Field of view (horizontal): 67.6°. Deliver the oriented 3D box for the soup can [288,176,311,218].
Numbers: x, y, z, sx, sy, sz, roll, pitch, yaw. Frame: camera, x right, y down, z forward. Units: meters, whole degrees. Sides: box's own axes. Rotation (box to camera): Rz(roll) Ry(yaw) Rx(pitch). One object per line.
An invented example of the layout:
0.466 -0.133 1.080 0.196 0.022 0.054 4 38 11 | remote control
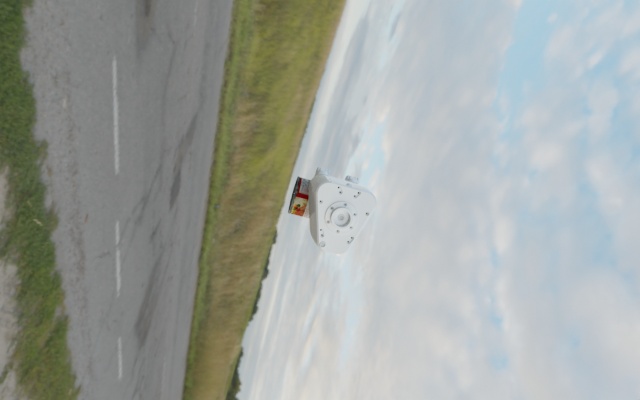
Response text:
0.000 0.003 0.844 0.102 0.068 0.068 15 -2 -7 | soup can
